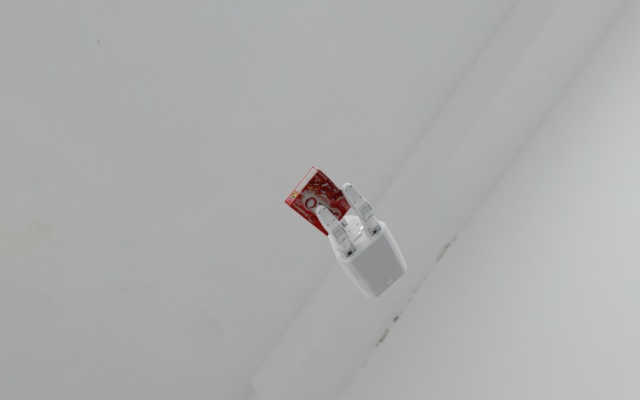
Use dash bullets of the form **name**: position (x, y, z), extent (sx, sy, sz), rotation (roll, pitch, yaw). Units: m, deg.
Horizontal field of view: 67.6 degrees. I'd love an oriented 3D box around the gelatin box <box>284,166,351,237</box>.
- **gelatin box**: position (0.000, 0.002, 0.749), extent (0.089, 0.073, 0.030), rotation (41, -3, -28)
